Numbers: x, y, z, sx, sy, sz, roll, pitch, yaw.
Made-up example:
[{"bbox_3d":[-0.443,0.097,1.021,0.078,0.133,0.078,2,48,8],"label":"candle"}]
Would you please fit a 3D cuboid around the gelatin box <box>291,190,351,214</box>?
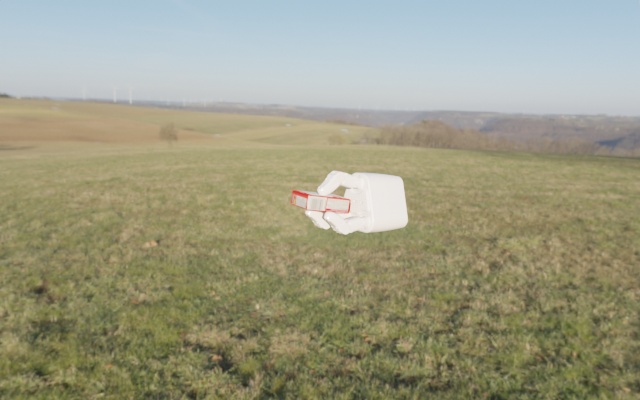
[{"bbox_3d":[0.000,0.002,0.875,0.089,0.030,0.073,6,6,-27],"label":"gelatin box"}]
